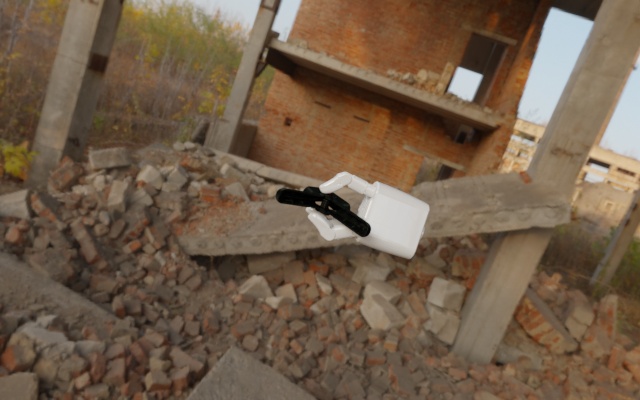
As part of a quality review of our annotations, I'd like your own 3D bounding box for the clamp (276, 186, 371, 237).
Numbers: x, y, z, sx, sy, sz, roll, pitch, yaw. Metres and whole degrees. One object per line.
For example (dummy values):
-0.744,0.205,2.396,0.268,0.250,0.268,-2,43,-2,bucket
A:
0.001,0.002,0.857,0.164,0.036,0.210,23,9,-8,clamp
